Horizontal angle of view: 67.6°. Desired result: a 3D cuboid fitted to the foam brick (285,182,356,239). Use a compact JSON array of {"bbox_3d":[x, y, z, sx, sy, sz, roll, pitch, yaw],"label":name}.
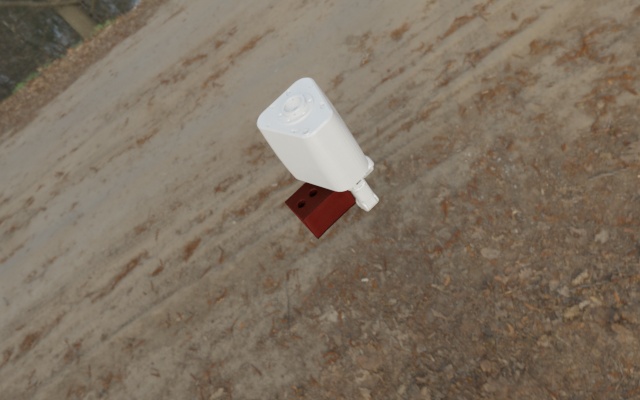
[{"bbox_3d":[0.000,0.002,0.669,0.053,0.078,0.051,41,-7,43],"label":"foam brick"}]
